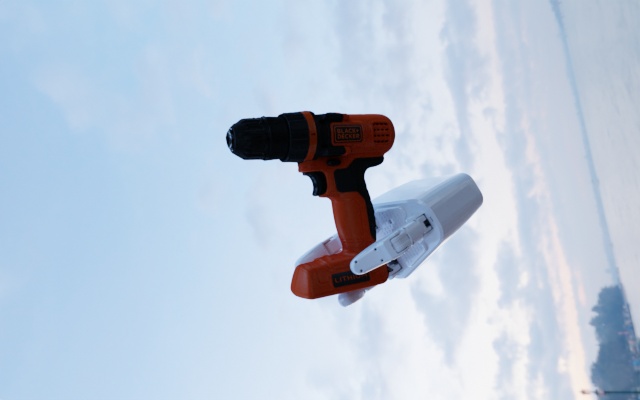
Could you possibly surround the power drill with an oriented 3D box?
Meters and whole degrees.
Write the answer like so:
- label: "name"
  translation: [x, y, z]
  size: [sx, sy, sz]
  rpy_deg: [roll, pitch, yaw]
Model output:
- label: "power drill"
  translation: [0.000, 0.002, 0.492]
  size: [0.184, 0.187, 0.057]
  rpy_deg: [-6, 5, -25]
